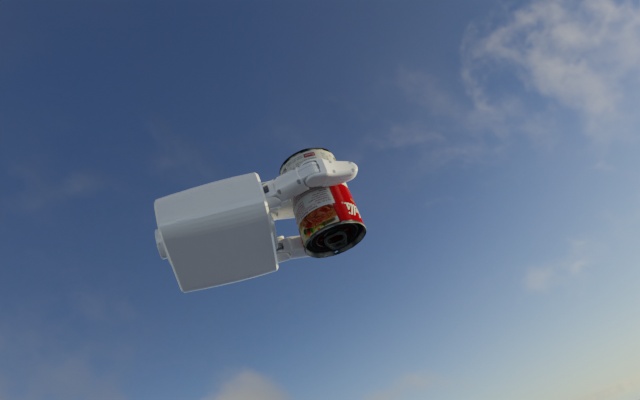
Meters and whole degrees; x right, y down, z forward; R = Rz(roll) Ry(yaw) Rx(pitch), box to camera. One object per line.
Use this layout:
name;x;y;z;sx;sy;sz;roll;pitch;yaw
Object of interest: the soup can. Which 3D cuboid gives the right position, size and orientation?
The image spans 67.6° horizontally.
soup can;0.000;0.001;0.519;0.068;0.102;0.068;-16;-31;-10
